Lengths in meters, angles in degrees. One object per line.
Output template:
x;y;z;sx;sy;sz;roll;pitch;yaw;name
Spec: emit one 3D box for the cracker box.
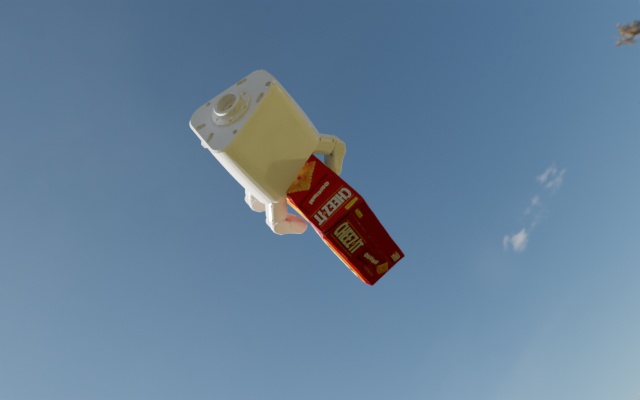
0.000;0.002;0.653;0.213;0.072;0.164;45;-2;40;cracker box
